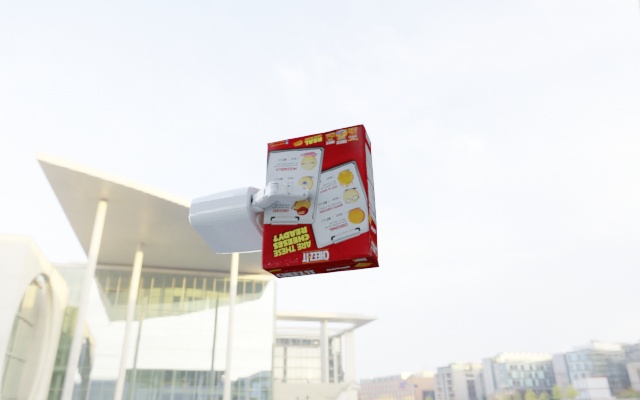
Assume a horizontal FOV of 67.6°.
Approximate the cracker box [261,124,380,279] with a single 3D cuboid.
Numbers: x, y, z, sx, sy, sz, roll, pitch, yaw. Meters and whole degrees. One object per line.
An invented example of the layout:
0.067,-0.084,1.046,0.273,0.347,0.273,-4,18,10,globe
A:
0.000,0.002,0.729,0.164,0.213,0.072,-9,-26,17,cracker box
